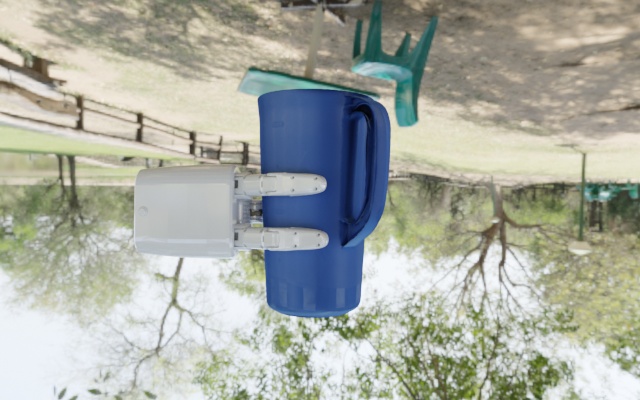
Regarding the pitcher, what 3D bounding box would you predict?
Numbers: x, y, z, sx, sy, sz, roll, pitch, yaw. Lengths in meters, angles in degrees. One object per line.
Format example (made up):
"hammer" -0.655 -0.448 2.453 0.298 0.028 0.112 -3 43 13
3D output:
"pitcher" 0.000 0.002 0.534 0.145 0.243 0.149 0 1 4
